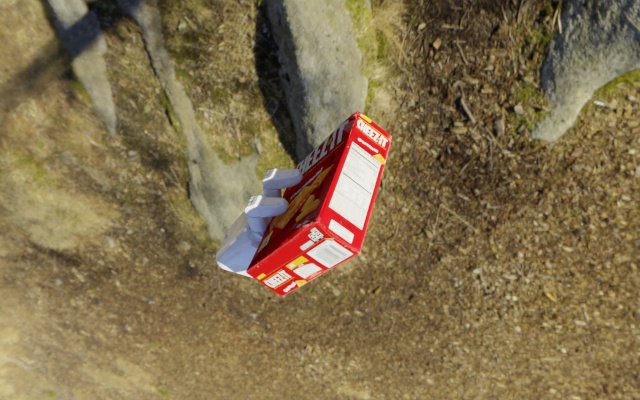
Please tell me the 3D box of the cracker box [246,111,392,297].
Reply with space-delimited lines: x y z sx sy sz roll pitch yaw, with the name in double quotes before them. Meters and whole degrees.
"cracker box" 0.000 0.002 0.637 0.072 0.213 0.164 36 -44 -17
